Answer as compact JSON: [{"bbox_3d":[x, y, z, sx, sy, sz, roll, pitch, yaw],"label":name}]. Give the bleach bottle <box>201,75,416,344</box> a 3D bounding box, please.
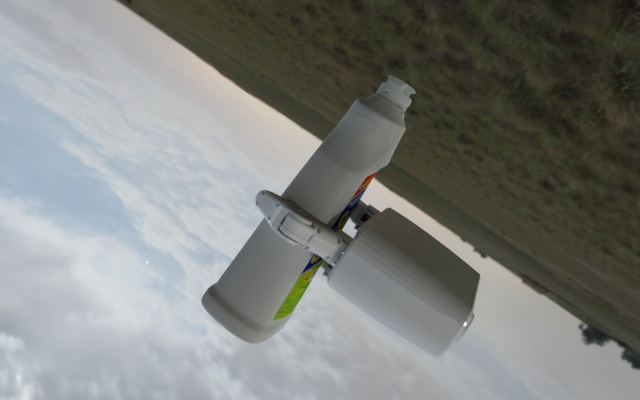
[{"bbox_3d":[0.000,0.001,0.423,0.068,0.251,0.102,35,6,13],"label":"bleach bottle"}]
